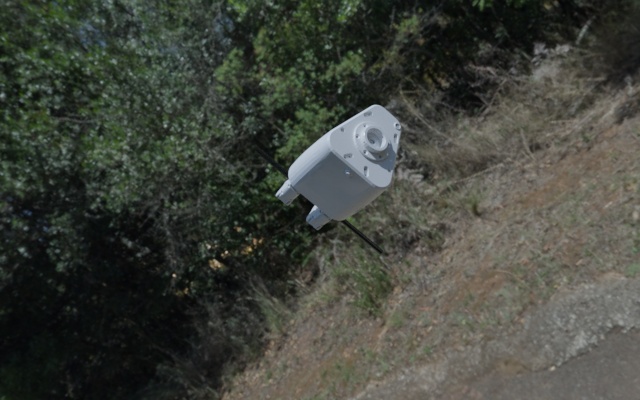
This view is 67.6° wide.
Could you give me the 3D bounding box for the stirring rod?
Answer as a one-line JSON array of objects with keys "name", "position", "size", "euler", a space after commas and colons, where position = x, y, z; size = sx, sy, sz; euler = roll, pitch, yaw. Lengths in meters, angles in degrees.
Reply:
[{"name": "stirring rod", "position": [0.000, 0.002, 0.703], "size": [0.239, 0.011, 0.011], "euler": [40, -7, -8]}]
